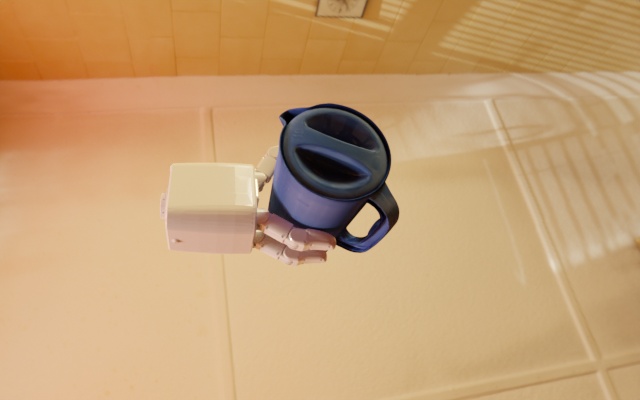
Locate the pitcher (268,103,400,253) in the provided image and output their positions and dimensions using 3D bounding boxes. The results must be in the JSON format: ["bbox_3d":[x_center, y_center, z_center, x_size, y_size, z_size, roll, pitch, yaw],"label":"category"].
[{"bbox_3d":[0.000,0.002,0.639,0.145,0.149,0.243,3,-28,-13],"label":"pitcher"}]
